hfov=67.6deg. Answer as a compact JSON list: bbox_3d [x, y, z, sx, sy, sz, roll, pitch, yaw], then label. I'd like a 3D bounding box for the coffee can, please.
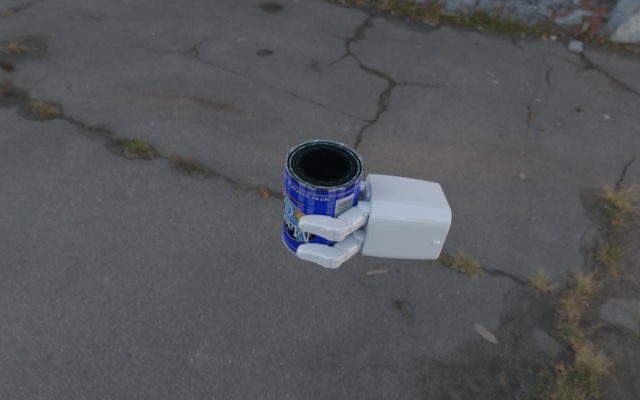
[{"bbox_3d":[0.000,0.002,0.658,0.103,0.140,0.102,3,44,-3],"label":"coffee can"}]
